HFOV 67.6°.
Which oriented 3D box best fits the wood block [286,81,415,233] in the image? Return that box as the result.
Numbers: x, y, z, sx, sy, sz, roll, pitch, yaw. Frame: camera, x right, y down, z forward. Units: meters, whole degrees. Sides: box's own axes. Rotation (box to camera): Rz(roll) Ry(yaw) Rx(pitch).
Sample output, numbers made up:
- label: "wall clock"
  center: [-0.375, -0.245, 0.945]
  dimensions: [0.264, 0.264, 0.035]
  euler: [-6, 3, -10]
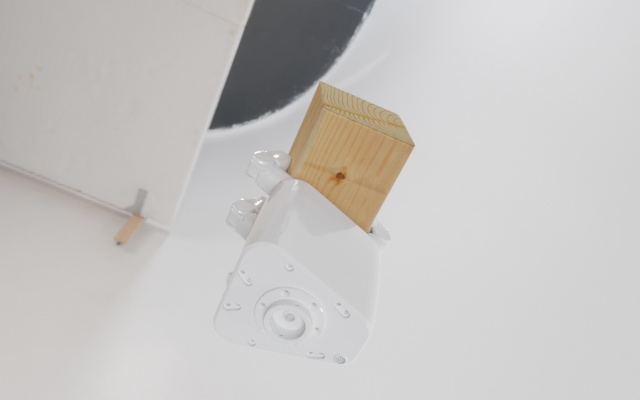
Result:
- label: "wood block"
  center: [0.000, 0.002, 0.483]
  dimensions: [0.091, 0.206, 0.090]
  euler: [20, 26, -13]
